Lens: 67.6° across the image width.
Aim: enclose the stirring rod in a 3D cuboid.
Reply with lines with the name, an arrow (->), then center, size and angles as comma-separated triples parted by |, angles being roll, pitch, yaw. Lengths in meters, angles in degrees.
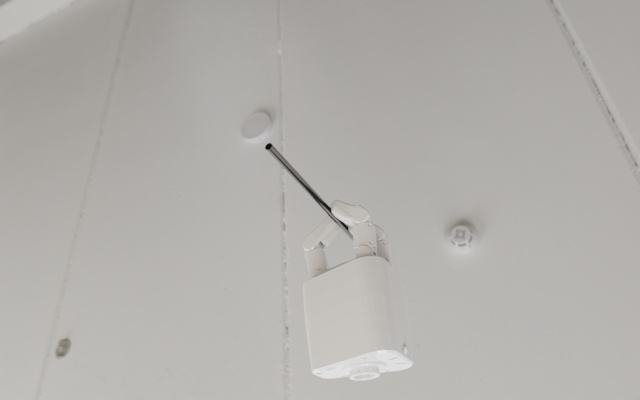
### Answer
stirring rod -> 0.000, 0.002, 0.564 | 0.011, 0.011, 0.240 | 0, -27, 29
